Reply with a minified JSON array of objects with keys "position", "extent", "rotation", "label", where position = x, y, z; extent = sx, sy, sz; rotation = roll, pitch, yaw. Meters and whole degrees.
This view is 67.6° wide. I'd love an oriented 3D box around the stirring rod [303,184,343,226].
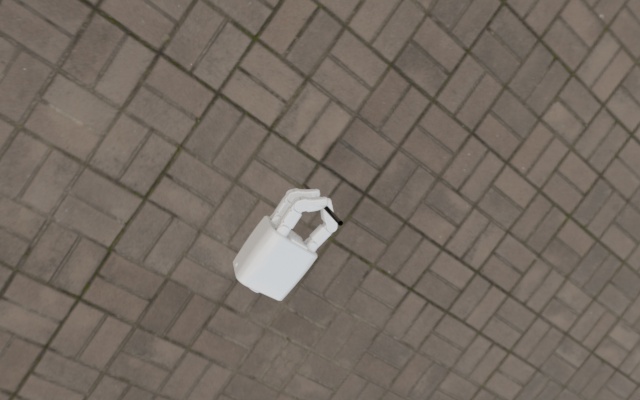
[{"position":[0.000,0.003,0.835],"extent":[0.011,0.011,0.239],"rotation":[0,15,-15],"label":"stirring rod"}]
